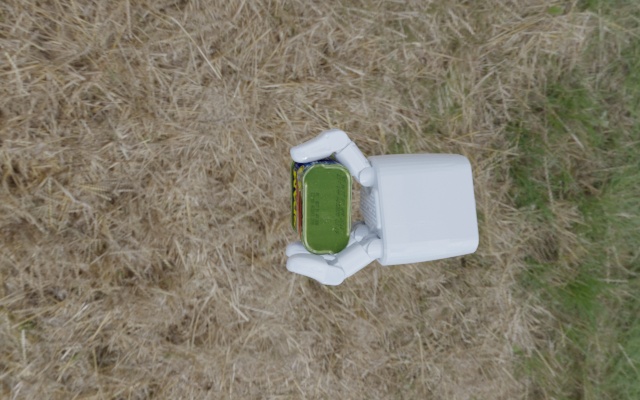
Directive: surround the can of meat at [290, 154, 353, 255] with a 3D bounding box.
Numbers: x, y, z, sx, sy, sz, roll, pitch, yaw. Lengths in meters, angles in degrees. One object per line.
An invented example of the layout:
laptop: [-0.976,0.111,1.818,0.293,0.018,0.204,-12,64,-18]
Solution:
can of meat: [0.000,0.002,0.524,0.057,0.102,0.084,-2,13,-10]
